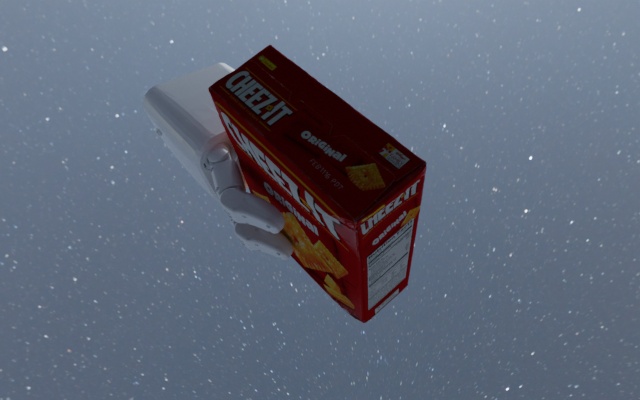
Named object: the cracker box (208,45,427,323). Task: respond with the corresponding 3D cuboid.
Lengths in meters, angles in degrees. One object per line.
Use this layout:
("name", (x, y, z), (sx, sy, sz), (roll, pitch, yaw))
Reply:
("cracker box", (0.000, 0.001, 0.415), (0.164, 0.072, 0.214), (42, -18, 26))
